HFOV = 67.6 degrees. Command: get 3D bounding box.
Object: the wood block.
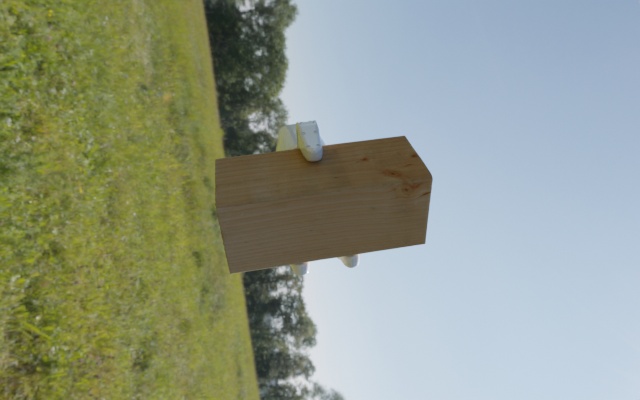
[{"bbox_3d":[0.000,0.001,0.502,0.206,0.091,0.090,-8,37,-6],"label":"wood block"}]
